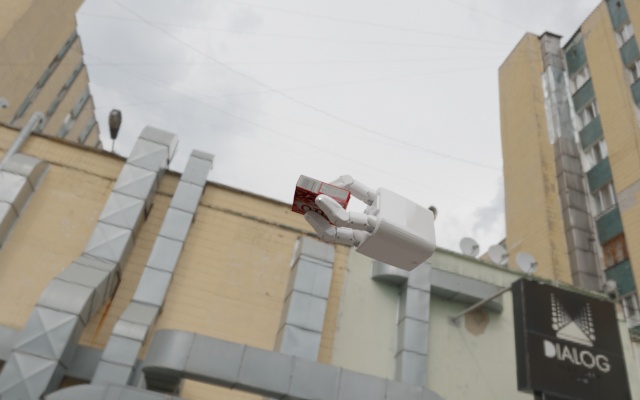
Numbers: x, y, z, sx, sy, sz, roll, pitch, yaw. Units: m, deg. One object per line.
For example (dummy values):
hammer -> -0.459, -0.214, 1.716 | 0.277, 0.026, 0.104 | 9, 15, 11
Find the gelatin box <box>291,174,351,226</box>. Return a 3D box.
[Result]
gelatin box -> 0.000, 0.002, 0.783 | 0.089, 0.030, 0.073 | 20, -35, 4
